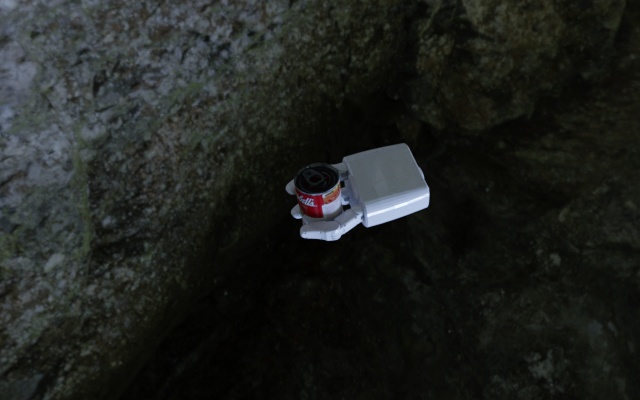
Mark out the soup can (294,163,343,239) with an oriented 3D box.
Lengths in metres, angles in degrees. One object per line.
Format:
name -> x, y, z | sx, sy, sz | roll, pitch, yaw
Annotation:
soup can -> 0.000, 0.003, 0.732 | 0.068, 0.068, 0.102 | -5, -45, 5
